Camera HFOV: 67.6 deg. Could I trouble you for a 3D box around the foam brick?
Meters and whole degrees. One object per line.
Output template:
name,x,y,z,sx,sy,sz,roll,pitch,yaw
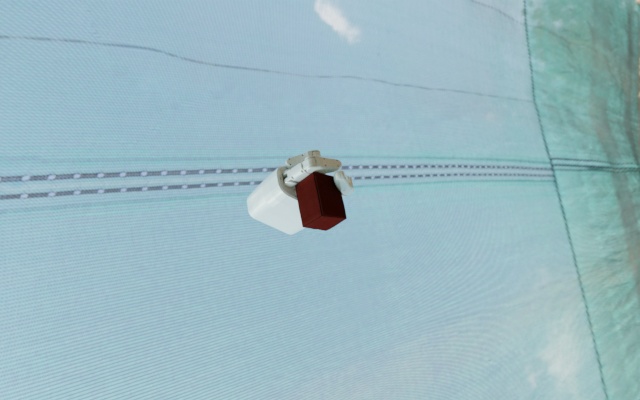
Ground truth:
foam brick,0.000,0.003,0.761,0.053,0.078,0.051,12,-34,-39
